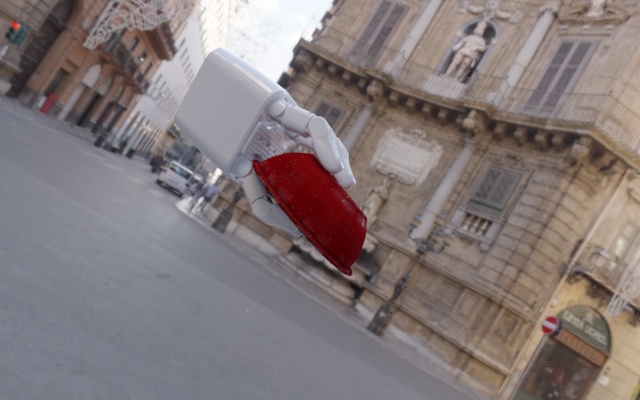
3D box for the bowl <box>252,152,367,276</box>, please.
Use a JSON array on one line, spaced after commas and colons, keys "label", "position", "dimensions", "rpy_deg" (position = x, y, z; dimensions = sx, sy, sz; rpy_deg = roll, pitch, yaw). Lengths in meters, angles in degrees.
[{"label": "bowl", "position": [0.001, 0.002, 0.510], "dimensions": [0.055, 0.162, 0.162], "rpy_deg": [-40, -3, 3]}]
